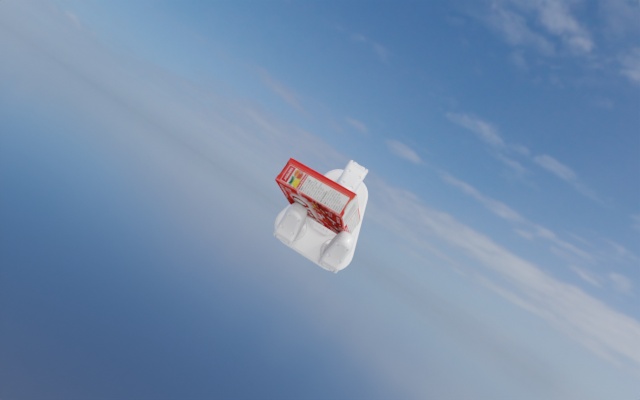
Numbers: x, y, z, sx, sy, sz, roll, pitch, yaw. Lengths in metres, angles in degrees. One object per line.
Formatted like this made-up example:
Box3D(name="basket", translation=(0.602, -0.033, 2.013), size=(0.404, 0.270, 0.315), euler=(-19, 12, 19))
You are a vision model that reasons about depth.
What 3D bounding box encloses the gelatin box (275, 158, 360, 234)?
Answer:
Box3D(name="gelatin box", translation=(0.000, 0.001, 0.469), size=(0.073, 0.030, 0.089), euler=(30, -12, 15))
